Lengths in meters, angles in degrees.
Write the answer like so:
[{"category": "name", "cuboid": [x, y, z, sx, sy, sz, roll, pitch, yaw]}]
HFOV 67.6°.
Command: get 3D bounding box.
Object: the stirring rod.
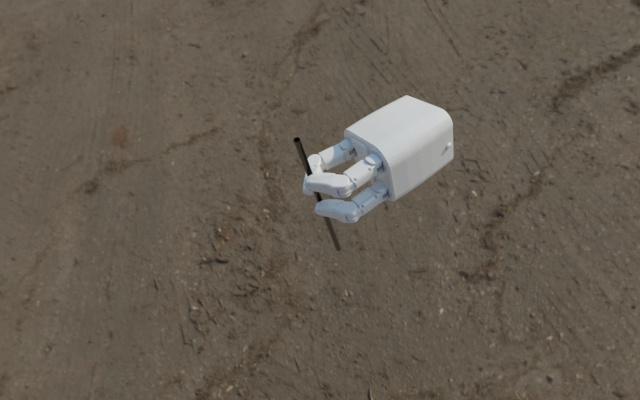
[{"category": "stirring rod", "cuboid": [0.000, 0.002, 0.644, 0.011, 0.011, 0.240, 0, -37, 17]}]
